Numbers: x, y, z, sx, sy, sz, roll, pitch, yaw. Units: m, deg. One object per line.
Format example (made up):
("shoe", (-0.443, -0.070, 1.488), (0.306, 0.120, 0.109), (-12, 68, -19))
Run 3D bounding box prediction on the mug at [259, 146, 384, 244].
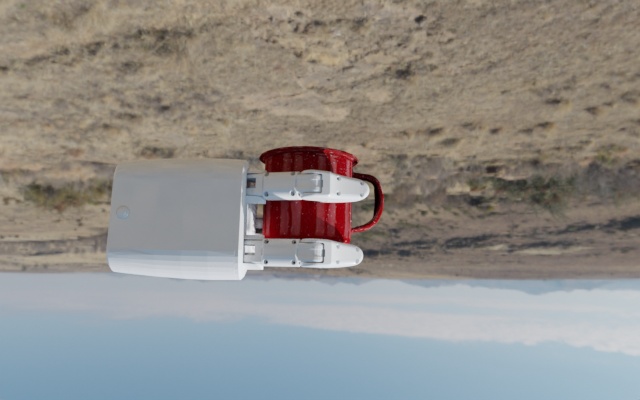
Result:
("mug", (0.002, 0.002, 0.444), (0.117, 0.081, 0.093), (2, -9, -2))
